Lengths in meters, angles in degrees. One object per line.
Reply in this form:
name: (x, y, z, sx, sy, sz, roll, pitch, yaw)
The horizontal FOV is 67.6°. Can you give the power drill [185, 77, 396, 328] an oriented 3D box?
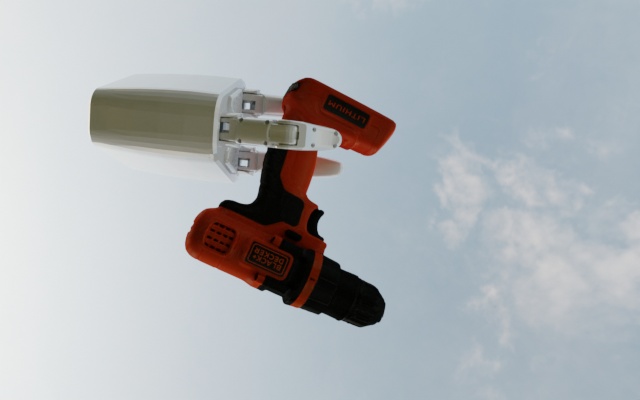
power drill: (0.000, 0.001, 0.426, 0.184, 0.187, 0.057, 26, -15, -13)
